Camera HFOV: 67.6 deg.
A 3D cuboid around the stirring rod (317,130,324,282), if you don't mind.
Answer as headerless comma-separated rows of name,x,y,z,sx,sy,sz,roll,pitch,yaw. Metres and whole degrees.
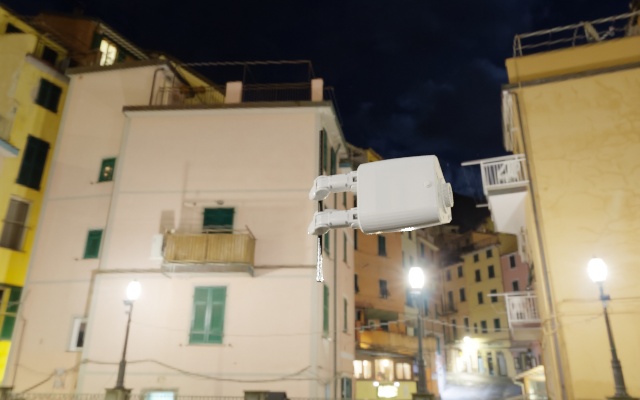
stirring rod,0.000,0.002,0.718,0.011,0.239,0.011,1,-21,0
